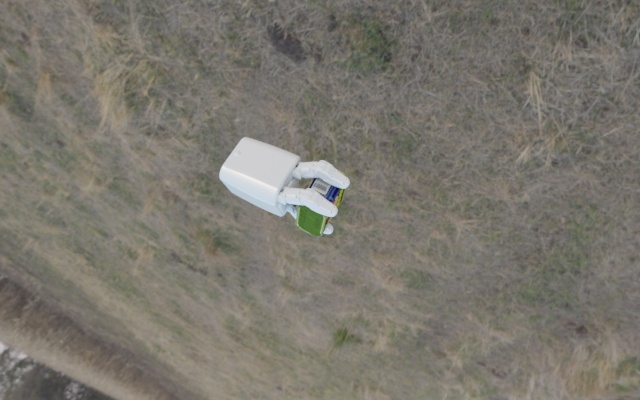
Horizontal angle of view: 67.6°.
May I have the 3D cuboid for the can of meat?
[{"bbox_3d":[0.000,0.003,0.809,0.057,0.084,0.102,25,-29,8],"label":"can of meat"}]
